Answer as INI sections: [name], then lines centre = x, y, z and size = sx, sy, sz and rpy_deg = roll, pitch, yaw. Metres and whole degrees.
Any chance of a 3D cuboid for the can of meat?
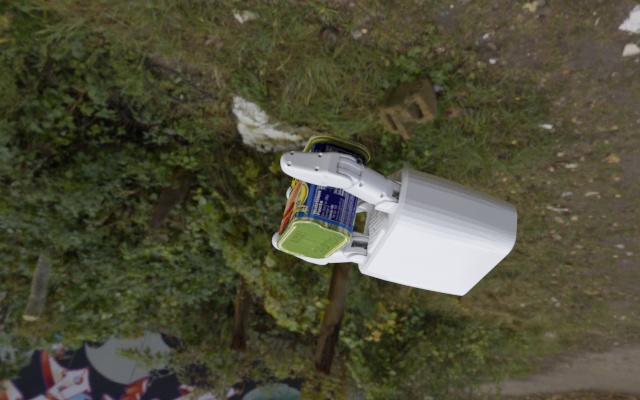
[can of meat]
centre = 0.000, 0.002, 0.438
size = 0.057, 0.084, 0.102
rpy_deg = 17, -24, -11
